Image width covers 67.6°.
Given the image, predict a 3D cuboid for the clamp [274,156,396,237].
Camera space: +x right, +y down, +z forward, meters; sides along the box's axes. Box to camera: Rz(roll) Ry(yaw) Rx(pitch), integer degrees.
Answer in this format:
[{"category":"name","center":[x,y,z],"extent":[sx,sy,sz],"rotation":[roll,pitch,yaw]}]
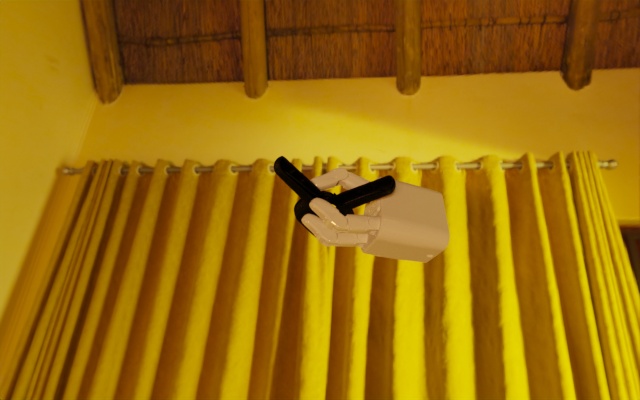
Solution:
[{"category":"clamp","center":[0.000,0.002,0.712],"extent":[0.164,0.036,0.210],"rotation":[14,-28,-8]}]
